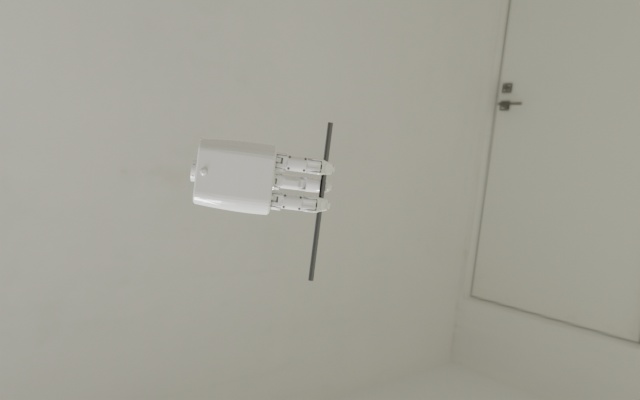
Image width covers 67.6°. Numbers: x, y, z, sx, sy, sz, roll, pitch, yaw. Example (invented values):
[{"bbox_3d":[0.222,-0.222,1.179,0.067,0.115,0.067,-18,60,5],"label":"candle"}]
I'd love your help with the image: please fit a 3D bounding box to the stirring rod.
[{"bbox_3d":[0.000,0.002,0.722,0.011,0.239,0.011,7,2,0],"label":"stirring rod"}]
